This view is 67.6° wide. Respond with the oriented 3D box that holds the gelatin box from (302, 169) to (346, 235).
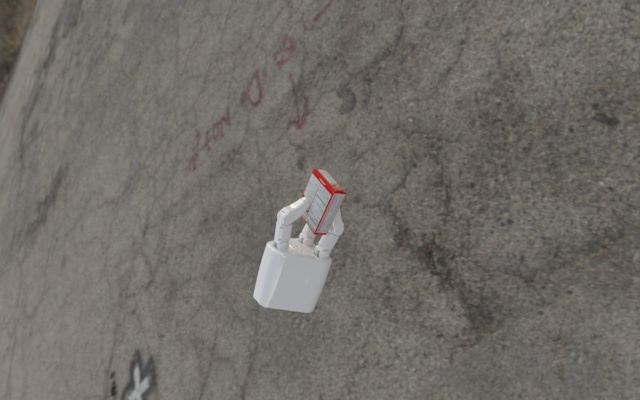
[{"bbox_3d":[0.000,0.002,0.809,0.030,0.089,0.073,4,32,-35],"label":"gelatin box"}]
